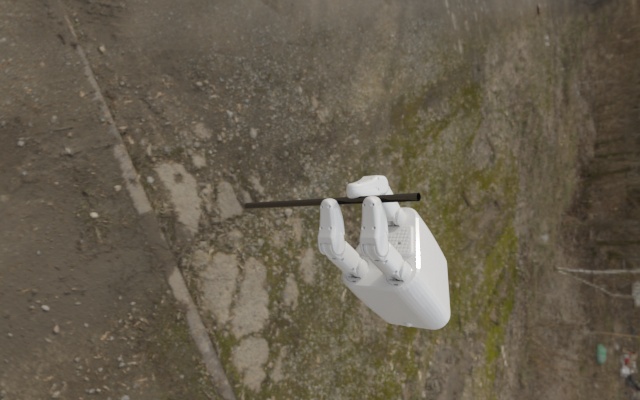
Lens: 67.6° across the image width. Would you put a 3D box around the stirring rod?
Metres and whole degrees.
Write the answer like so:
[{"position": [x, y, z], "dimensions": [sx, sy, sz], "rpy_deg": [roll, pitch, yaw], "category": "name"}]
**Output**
[{"position": [0.000, 0.002, 0.528], "dimensions": [0.239, 0.011, 0.011], "rpy_deg": [-3, -2, 39], "category": "stirring rod"}]
